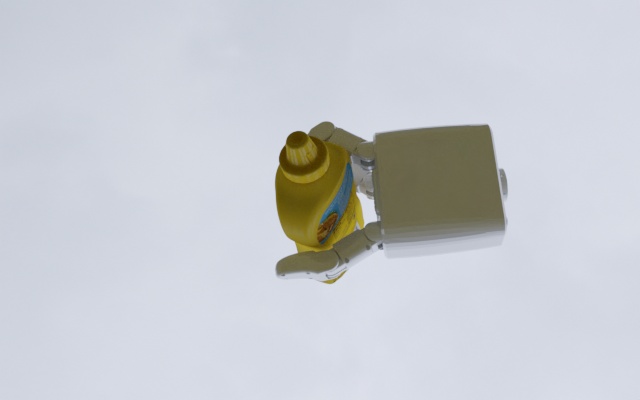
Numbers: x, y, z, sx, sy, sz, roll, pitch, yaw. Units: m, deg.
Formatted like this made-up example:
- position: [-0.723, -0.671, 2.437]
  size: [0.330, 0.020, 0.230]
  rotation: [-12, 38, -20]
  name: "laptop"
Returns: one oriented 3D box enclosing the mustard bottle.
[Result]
- position: [0.000, 0.002, 0.447]
  size: [0.058, 0.096, 0.192]
  rotation: [18, -25, 21]
  name: "mustard bottle"
